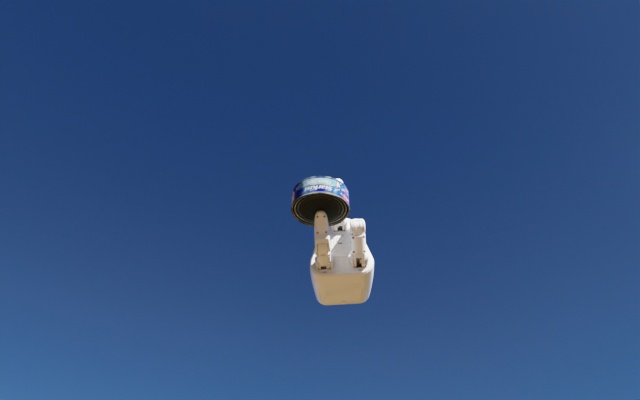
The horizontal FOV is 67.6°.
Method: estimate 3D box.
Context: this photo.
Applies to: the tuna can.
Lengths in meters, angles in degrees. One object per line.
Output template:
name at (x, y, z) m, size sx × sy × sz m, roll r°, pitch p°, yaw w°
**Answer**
tuna can at (0.000, 0.002, 0.704) m, size 0.086 × 0.033 × 0.086 m, roll 1°, pitch -37°, yaw 0°
